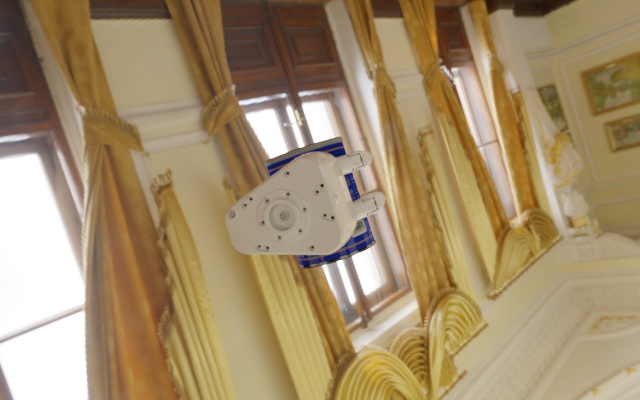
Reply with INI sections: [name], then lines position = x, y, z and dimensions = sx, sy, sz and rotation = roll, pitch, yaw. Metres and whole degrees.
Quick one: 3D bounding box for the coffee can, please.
[coffee can]
position = 0.000, 0.002, 0.604
dimensions = 0.103, 0.140, 0.103
rotation = -18, 3, 1
